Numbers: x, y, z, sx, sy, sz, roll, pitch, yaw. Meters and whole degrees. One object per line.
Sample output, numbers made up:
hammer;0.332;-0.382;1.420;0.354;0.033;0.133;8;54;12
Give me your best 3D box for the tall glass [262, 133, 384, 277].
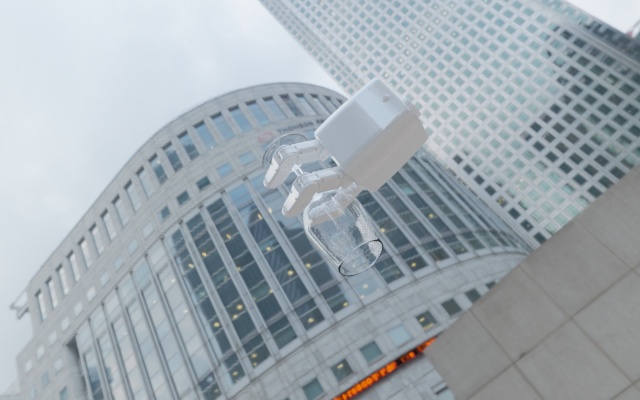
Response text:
tall glass;0.000;0.002;0.612;0.079;0.079;0.201;0;42;-40
